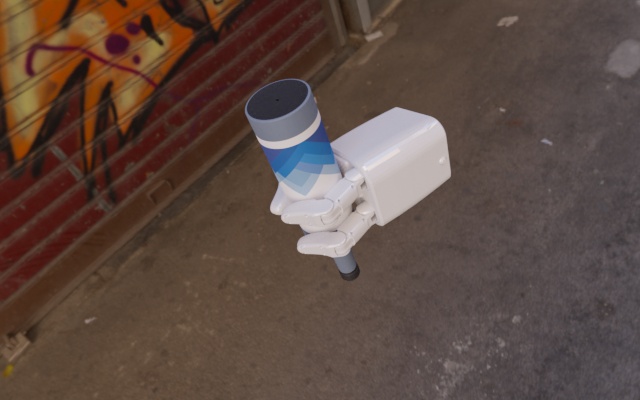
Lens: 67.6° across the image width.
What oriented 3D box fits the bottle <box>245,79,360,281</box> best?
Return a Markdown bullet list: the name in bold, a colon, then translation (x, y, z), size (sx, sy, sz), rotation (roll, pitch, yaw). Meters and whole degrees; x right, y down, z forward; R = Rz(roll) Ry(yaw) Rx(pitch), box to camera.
- **bottle**: translation (0.000, 0.002, 0.554), size (0.069, 0.069, 0.296), rotation (0, -42, 22)
